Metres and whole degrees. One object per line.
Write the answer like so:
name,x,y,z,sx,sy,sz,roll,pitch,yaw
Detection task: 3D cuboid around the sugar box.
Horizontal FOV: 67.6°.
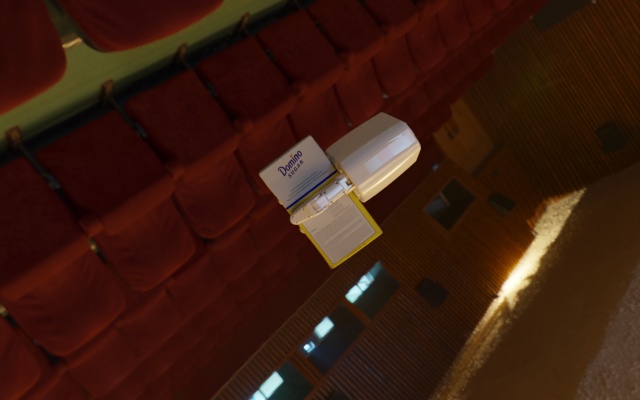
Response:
sugar box,0.000,0.002,0.693,0.093,0.176,0.048,-36,7,0
